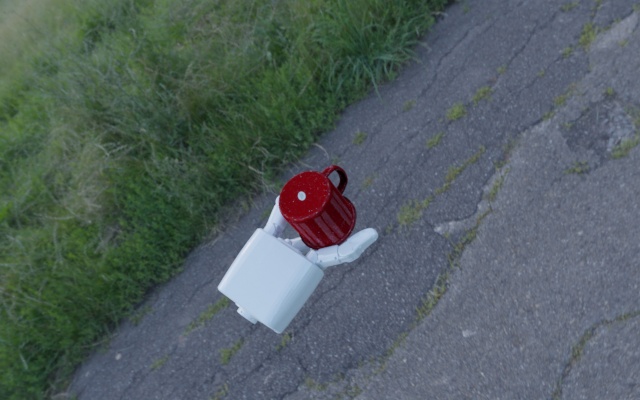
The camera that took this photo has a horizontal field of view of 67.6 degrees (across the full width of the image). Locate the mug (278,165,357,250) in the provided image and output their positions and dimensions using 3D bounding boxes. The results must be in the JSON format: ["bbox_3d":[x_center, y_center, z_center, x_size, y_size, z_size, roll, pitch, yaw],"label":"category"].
[{"bbox_3d":[0.001,0.001,0.673,0.093,0.117,0.081,26,-15,37],"label":"mug"}]
